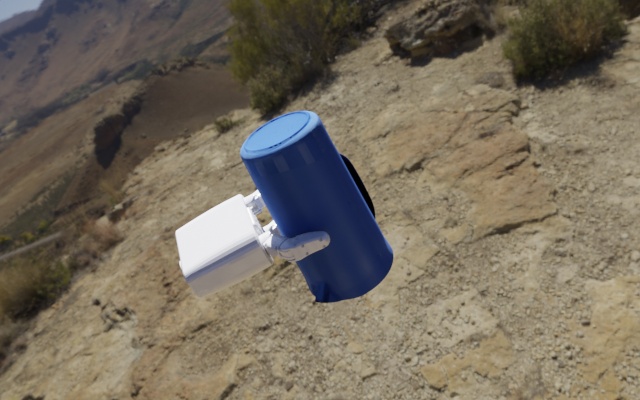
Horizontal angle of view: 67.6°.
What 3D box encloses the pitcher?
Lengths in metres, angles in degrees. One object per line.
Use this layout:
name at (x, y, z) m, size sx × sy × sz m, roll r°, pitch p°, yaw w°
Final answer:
pitcher at (0.000, 0.002, 0.643) m, size 0.145 × 0.243 × 0.149 m, roll -28°, pitch 29°, yaw -1°
